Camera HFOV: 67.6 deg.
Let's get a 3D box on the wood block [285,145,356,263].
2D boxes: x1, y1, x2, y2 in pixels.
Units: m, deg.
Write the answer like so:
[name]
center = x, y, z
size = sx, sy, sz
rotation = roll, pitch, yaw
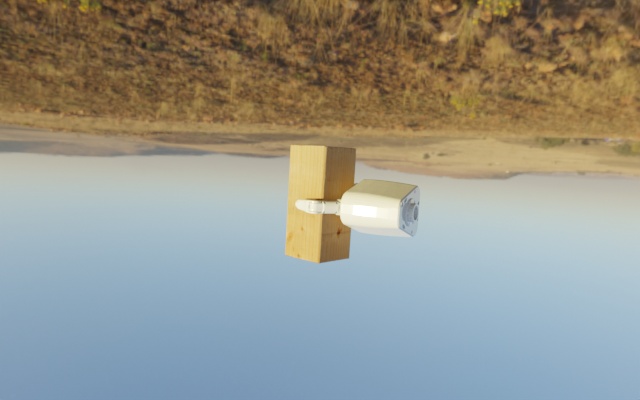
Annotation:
[wood block]
center = 0.000, 0.003, 0.886
size = 0.090, 0.206, 0.091
rotation = 8, 7, 43
